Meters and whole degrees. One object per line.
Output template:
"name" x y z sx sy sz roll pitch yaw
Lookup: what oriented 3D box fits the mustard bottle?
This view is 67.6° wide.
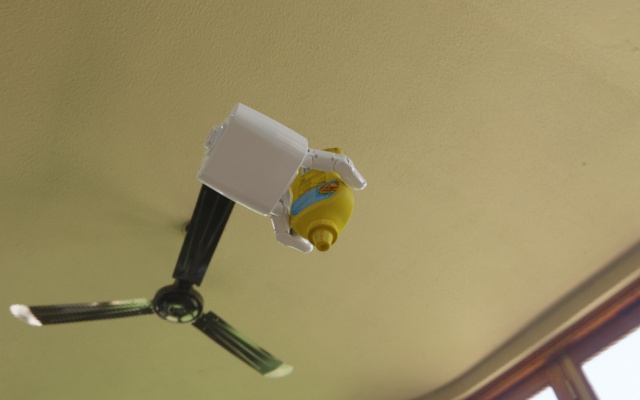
"mustard bottle" 0.000 0.002 0.676 0.096 0.058 0.191 -27 32 16
